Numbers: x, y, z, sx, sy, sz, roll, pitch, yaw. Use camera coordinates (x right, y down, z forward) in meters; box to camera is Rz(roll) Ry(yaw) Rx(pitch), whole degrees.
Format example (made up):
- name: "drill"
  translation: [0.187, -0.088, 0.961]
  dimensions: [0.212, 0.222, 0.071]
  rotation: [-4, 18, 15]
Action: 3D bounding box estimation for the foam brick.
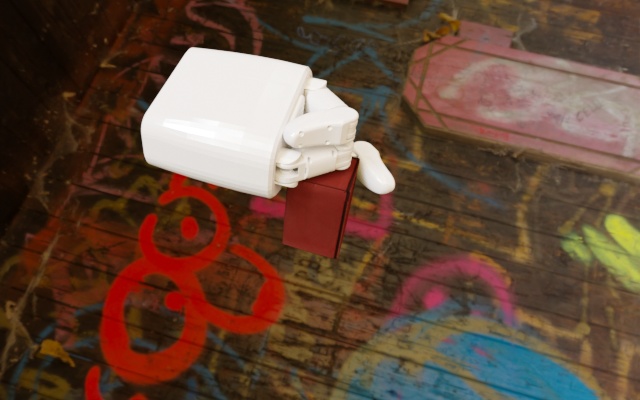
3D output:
- name: "foam brick"
  translation: [0.000, 0.002, 0.417]
  dimensions: [0.051, 0.078, 0.053]
  rotation: [13, 39, 5]
